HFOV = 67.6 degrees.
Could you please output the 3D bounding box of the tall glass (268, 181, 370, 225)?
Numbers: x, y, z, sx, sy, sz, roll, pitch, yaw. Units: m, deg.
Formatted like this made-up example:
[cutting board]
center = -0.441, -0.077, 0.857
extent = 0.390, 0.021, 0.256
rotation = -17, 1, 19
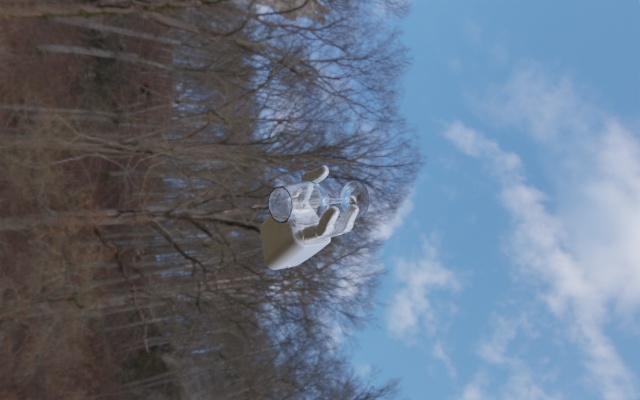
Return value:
[tall glass]
center = 0.001, 0.003, 0.875
extent = 0.079, 0.079, 0.201
rotation = 0, 2, 43
